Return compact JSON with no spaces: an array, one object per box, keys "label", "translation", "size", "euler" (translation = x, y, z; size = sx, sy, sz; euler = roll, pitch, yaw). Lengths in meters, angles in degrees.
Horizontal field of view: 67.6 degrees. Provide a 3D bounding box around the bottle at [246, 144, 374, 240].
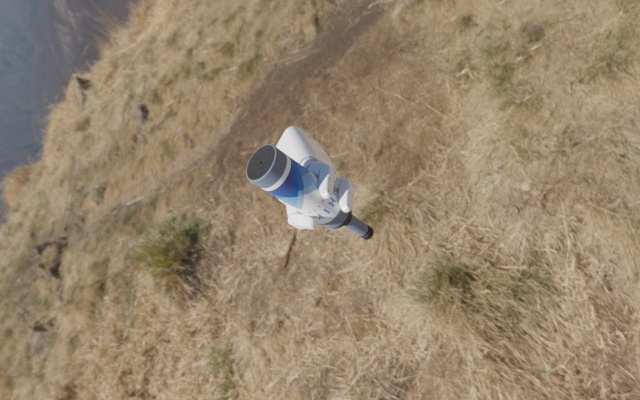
[{"label":"bottle","translation":[0.000,0.003,0.835],"size":[0.069,0.069,0.296],"euler":[0,-25,44]}]
